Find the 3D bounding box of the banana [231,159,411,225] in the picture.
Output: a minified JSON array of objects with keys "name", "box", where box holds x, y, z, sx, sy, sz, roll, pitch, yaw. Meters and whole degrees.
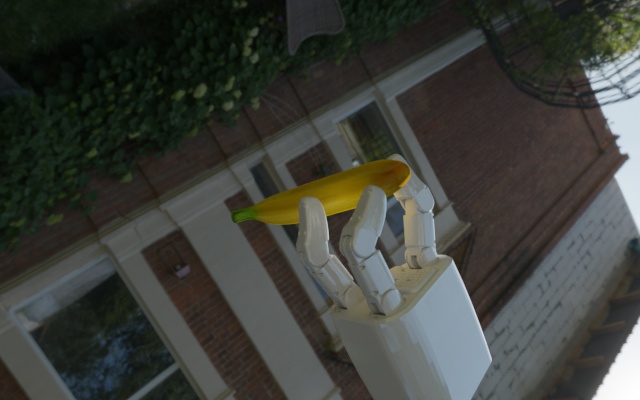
[{"name":"banana","box":[0.007,-0.003,0.447,0.198,0.037,0.069,-17,6,36]}]
